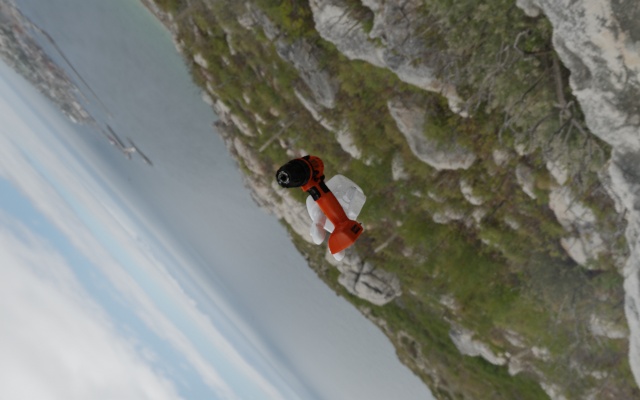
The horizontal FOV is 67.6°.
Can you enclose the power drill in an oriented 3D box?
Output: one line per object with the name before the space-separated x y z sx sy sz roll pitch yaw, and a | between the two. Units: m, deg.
power drill | 0.000 0.003 0.883 0.057 0.187 0.184 -31 1 21
